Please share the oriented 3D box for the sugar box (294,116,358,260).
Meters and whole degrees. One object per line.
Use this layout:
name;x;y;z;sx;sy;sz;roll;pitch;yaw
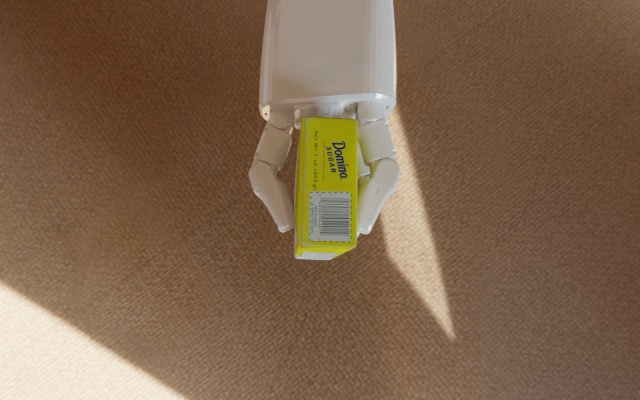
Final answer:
sugar box;0.001;0.001;0.409;0.048;0.093;0.176;2;-9;-1
